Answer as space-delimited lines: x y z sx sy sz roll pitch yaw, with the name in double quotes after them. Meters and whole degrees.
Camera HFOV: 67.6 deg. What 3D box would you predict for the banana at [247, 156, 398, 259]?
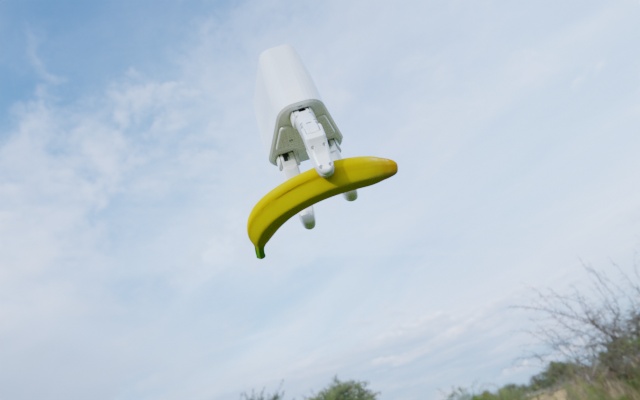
-0.012 -0.004 0.526 0.198 0.037 0.070 -31 -35 15 "banana"
